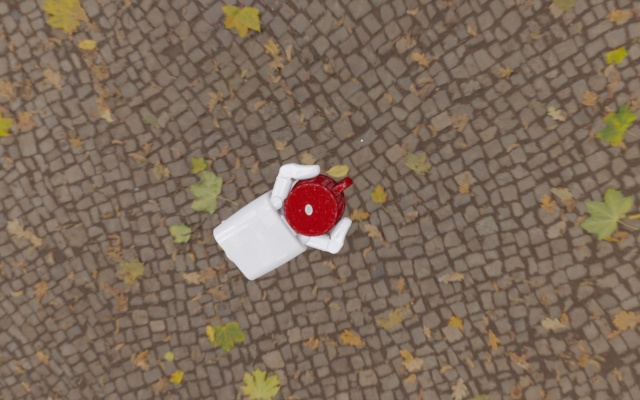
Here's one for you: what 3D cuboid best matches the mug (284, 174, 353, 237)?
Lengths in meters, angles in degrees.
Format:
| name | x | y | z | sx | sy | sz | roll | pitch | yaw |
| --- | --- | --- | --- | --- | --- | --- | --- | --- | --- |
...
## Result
| name | x | y | z | sx | sy | sz | roll | pitch | yaw |
| --- | --- | --- | --- | --- | --- | --- | --- | --- | --- |
| mug | 0.001 | 0.002 | 0.725 | 0.117 | 0.093 | 0.081 | -33 | 3 | 9 |
